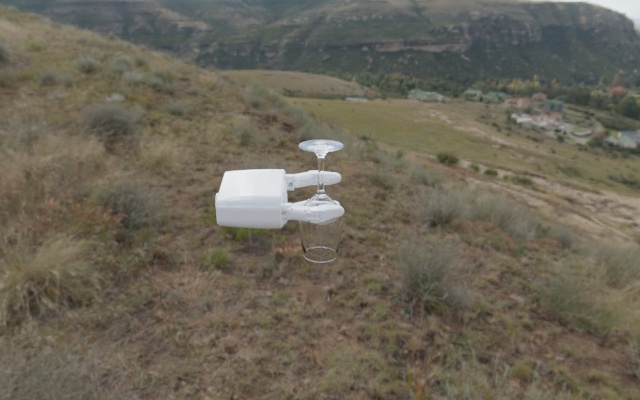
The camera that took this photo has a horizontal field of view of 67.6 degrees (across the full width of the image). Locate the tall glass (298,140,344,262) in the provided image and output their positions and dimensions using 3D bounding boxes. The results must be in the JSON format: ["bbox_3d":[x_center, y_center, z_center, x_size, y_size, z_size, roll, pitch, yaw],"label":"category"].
[{"bbox_3d":[0.000,0.002,0.815,0.079,0.201,0.079,0,20,0],"label":"tall glass"}]
